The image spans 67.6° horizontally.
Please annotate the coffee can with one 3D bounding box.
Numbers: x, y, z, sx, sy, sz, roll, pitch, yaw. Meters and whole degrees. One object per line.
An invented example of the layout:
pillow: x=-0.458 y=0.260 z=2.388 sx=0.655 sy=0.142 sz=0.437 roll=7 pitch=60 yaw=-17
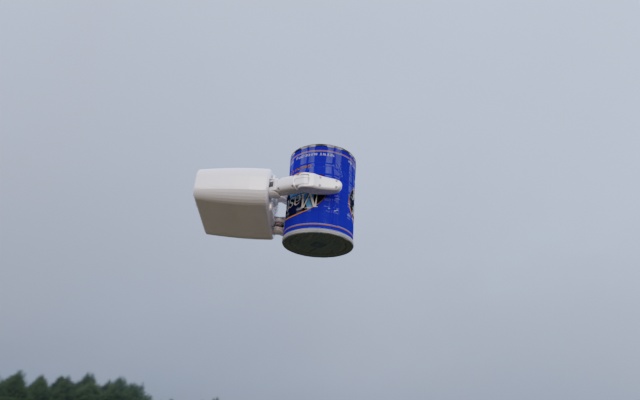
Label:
coffee can: x=0.000 y=0.002 z=0.710 sx=0.103 sy=0.140 sz=0.103 roll=3 pitch=-26 yaw=1
